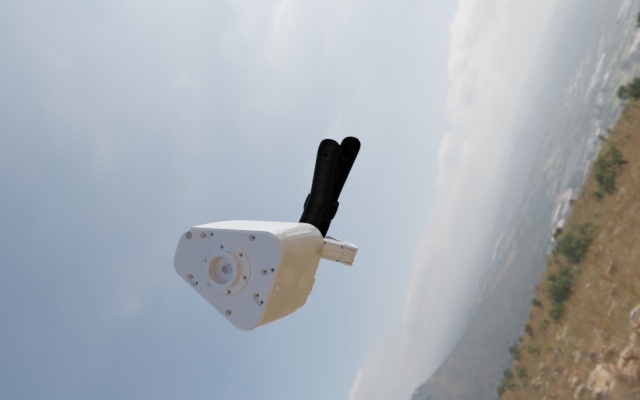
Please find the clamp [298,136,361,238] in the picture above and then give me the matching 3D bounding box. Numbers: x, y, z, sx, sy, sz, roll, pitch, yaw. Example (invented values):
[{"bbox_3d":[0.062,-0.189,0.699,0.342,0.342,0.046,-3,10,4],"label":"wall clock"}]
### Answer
[{"bbox_3d":[0.000,0.002,0.547,0.039,0.171,0.120,20,5,18],"label":"clamp"}]
